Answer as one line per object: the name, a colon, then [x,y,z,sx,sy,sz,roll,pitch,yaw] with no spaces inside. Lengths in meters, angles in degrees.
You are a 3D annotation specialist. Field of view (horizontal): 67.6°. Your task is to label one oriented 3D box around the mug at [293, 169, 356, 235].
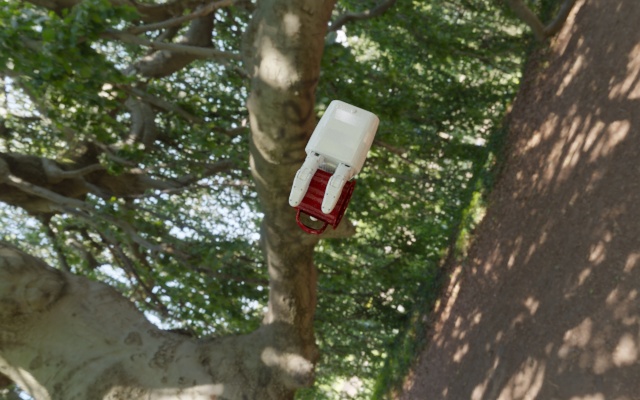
mug: [-0.001,0.004,0.816,0.081,0.117,0.093,23,-19,9]
